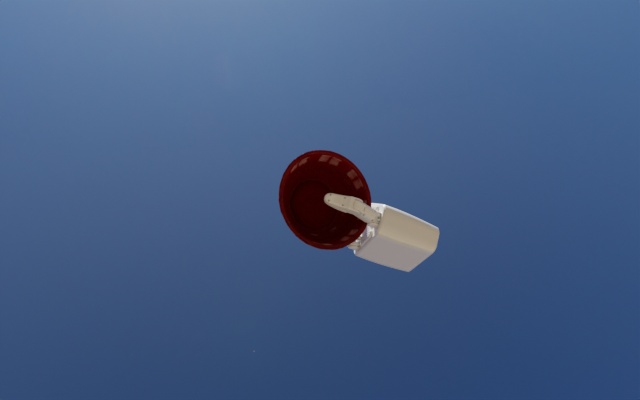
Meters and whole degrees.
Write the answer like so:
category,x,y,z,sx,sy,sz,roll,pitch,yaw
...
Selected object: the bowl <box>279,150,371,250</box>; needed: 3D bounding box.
category,x,y,z,sx,sy,sz,roll,pitch,yaw
bowl,-0.001,0.002,0.777,0.162,0.162,0.055,0,-11,-25
